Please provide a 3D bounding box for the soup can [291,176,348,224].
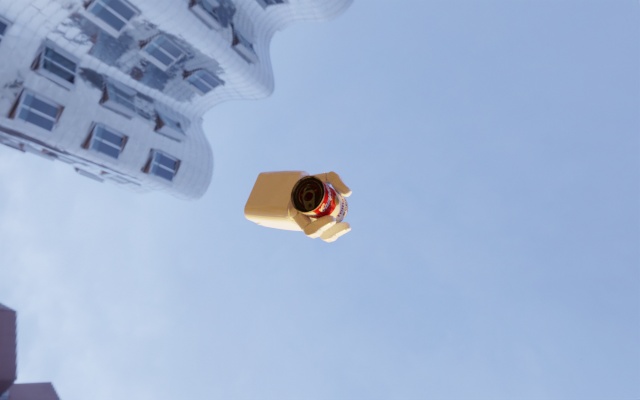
[{"bbox_3d":[0.001,0.003,0.871,0.068,0.068,0.102,0,-16,29],"label":"soup can"}]
